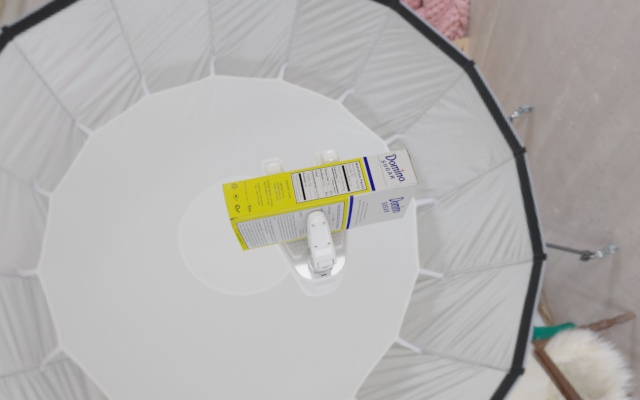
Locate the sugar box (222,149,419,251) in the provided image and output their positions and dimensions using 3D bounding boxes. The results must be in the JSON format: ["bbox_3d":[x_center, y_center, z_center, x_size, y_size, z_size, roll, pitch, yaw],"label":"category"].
[{"bbox_3d":[0.000,0.001,0.473,0.176,0.048,0.093,-13,-22,-6],"label":"sugar box"}]
